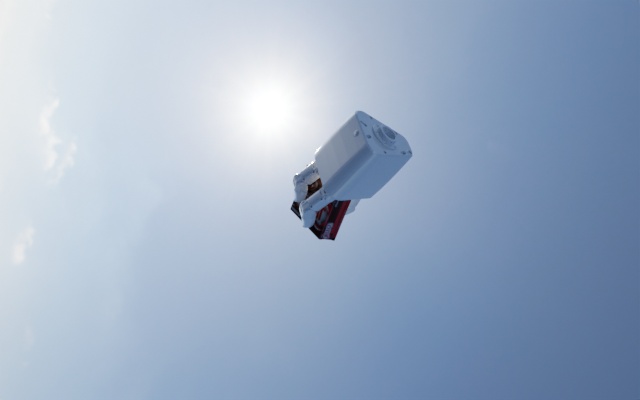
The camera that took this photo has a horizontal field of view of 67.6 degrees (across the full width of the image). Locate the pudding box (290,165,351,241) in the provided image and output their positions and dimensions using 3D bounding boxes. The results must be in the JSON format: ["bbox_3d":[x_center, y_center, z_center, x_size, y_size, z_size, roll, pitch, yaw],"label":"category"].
[{"bbox_3d":[0.000,0.003,0.810,0.039,0.090,0.113,11,19,-34],"label":"pudding box"}]
